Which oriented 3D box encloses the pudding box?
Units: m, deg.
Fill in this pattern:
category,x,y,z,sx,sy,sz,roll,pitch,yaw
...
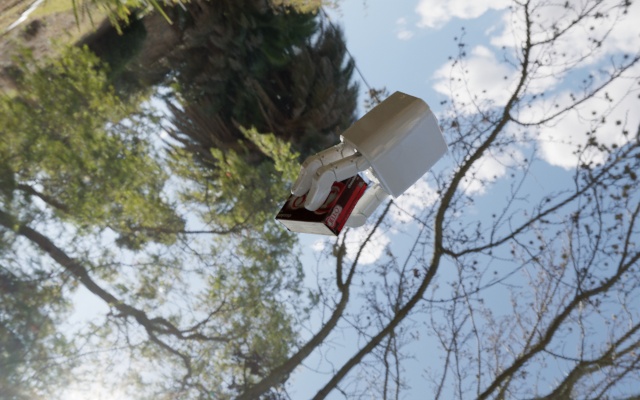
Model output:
category,x,y,z,sx,sy,sz,roll,pitch,yaw
pudding box,0.000,0.002,0.663,0.039,0.090,0.113,46,-27,-27
